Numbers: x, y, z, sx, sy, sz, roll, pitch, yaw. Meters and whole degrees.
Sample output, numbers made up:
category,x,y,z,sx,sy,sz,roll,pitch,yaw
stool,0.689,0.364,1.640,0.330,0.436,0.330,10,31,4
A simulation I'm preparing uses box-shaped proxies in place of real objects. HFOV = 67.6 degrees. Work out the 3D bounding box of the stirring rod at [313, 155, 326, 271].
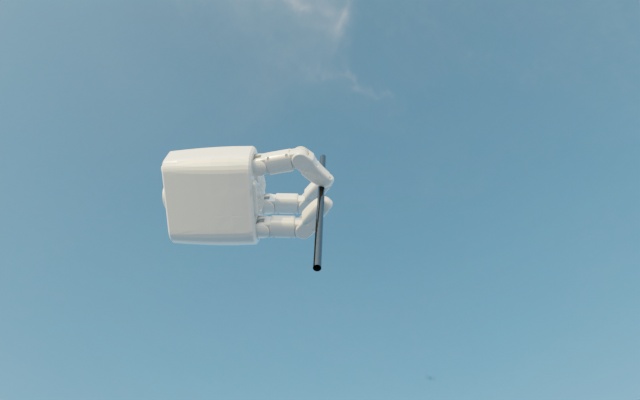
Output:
category,x,y,z,sx,sy,sz,roll,pitch,yaw
stirring rod,0.000,0.002,0.544,0.011,0.011,0.239,0,30,2
